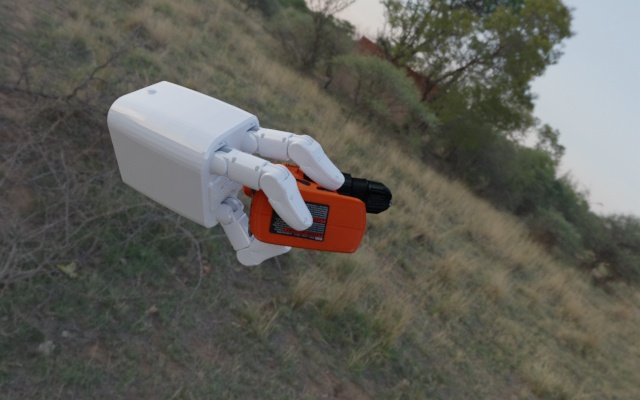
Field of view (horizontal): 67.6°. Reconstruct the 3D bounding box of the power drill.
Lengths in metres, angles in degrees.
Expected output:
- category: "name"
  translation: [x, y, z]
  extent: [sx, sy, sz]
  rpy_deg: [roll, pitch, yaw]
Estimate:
- category: "power drill"
  translation: [0.000, 0.002, 0.516]
  extent: [0.184, 0.057, 0.187]
  rpy_deg: [7, 11, -4]
